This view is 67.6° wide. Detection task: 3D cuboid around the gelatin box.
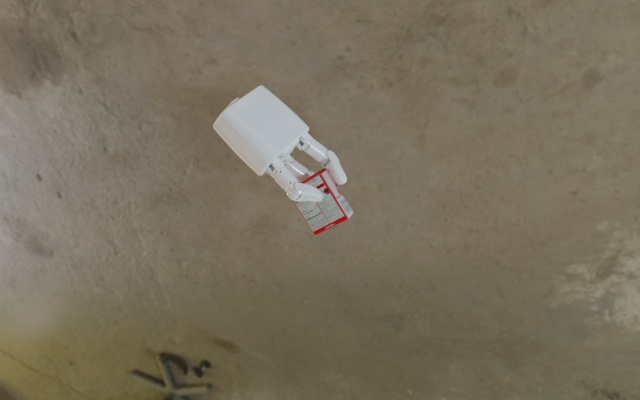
[{"bbox_3d":[0.000,0.003,0.774,0.073,0.089,0.030,-29,5,33],"label":"gelatin box"}]
